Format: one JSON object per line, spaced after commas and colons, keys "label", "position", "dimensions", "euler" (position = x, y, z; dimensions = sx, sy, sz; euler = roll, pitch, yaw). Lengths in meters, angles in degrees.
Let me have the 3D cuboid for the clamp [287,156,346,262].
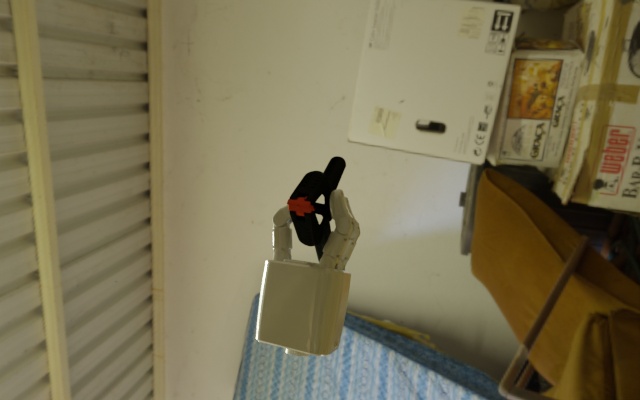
{"label": "clamp", "position": [-0.001, 0.002, 0.633], "dimensions": [0.036, 0.164, 0.210], "euler": [5, -9, 13]}
